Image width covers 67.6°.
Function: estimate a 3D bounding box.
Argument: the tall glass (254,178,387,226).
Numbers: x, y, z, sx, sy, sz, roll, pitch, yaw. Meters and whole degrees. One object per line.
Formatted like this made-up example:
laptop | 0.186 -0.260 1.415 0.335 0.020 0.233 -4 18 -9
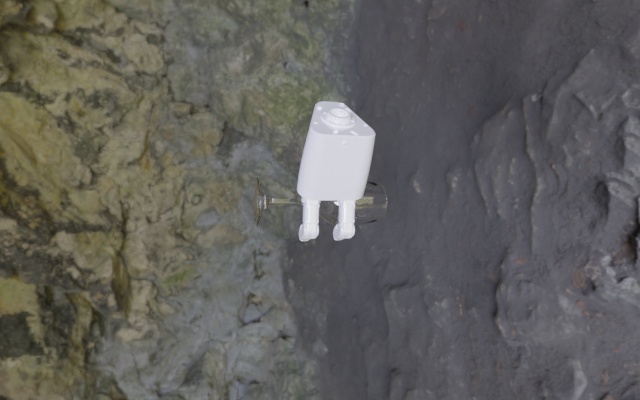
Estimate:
tall glass | -0.001 0.003 0.748 0.201 0.079 0.079 0 0 -14
